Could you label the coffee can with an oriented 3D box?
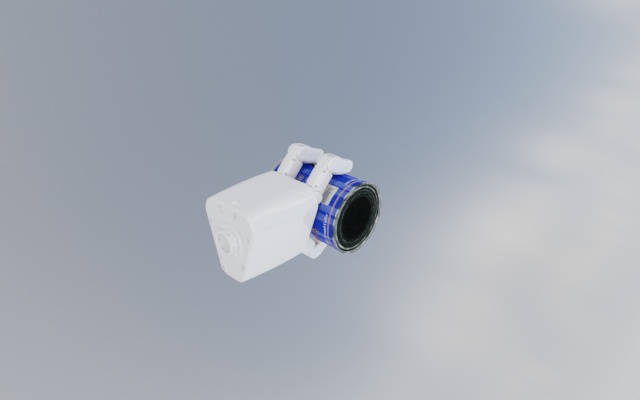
[{"bbox_3d":[0.000,0.002,0.681,0.140,0.103,0.103,23,14,36],"label":"coffee can"}]
